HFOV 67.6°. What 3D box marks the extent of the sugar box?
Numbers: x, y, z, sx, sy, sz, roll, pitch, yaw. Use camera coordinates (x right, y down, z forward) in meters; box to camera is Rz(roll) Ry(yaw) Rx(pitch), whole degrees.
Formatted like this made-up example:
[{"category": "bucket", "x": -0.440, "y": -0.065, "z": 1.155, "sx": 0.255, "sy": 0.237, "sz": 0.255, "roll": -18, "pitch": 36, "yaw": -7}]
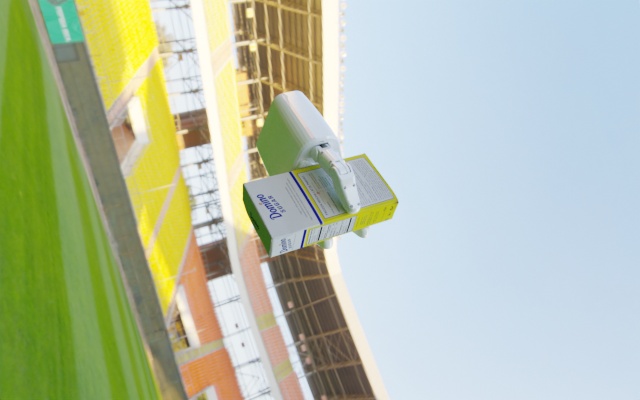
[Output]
[{"category": "sugar box", "x": 0.000, "y": 0.002, "z": 0.598, "sx": 0.176, "sy": 0.093, "sz": 0.048, "roll": -16, "pitch": -36, "yaw": -22}]
